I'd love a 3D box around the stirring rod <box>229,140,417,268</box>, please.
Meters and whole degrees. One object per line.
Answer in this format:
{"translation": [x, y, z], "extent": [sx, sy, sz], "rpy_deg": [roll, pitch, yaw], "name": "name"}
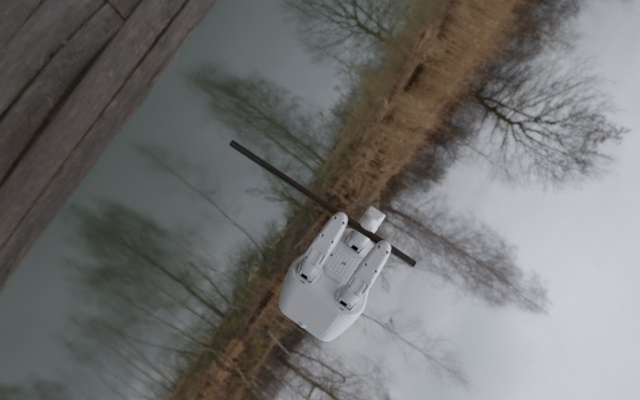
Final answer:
{"translation": [0.000, 0.002, 0.518], "extent": [0.239, 0.011, 0.011], "rpy_deg": [34, 5, 7], "name": "stirring rod"}
